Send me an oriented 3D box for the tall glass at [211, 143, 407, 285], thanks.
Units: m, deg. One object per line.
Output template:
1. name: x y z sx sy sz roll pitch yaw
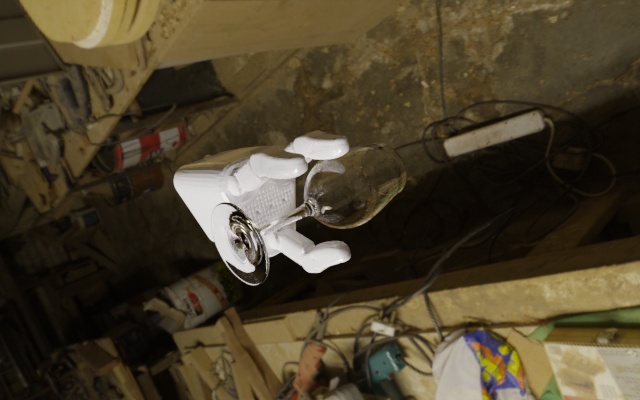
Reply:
1. tall glass: 0.000 0.002 0.455 0.201 0.079 0.079 -27 18 -39
